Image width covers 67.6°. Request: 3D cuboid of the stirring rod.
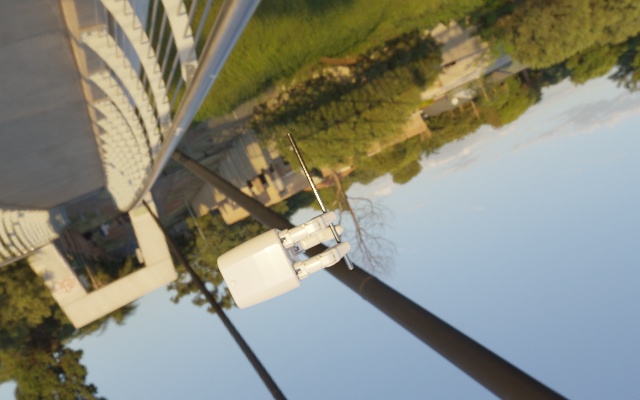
[{"bbox_3d":[0.000,0.002,0.775,0.011,0.239,0.011,-25,4,2],"label":"stirring rod"}]
